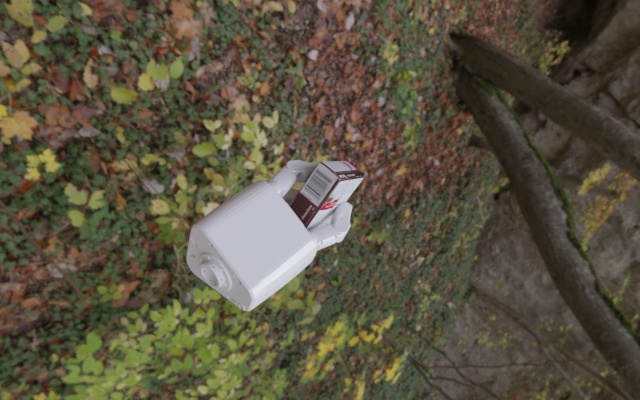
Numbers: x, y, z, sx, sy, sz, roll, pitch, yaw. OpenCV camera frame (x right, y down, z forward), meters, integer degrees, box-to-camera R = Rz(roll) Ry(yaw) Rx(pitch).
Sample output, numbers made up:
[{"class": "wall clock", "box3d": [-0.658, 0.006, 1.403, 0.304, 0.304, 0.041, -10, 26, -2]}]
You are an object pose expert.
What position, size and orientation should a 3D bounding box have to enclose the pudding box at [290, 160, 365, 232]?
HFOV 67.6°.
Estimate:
[{"class": "pudding box", "box3d": [0.000, 0.002, 0.625, 0.039, 0.113, 0.090, 42, 21, 15]}]
